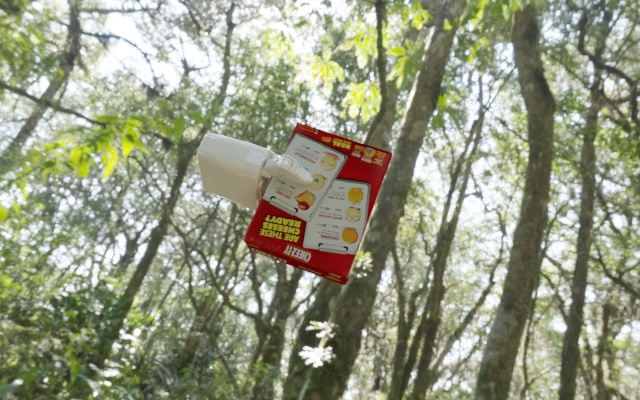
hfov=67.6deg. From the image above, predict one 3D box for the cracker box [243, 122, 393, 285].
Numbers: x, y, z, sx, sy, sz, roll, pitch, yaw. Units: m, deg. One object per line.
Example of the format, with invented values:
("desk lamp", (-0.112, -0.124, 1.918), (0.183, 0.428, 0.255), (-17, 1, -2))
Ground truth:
("cracker box", (0.000, 0.002, 0.746), (0.164, 0.213, 0.072), (19, -20, 8))
